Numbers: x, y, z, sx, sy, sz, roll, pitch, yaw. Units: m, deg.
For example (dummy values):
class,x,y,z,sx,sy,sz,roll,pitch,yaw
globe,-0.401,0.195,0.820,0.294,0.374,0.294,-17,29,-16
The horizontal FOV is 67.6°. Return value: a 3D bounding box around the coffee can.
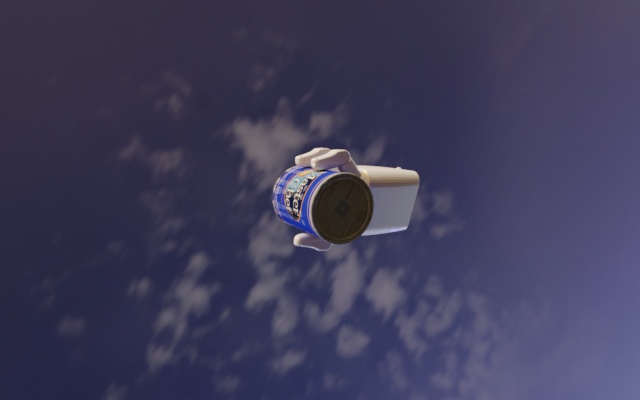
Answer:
class,x,y,z,sx,sy,sz,roll,pitch,yaw
coffee can,0.000,0.002,0.729,0.103,0.103,0.140,0,8,-28
